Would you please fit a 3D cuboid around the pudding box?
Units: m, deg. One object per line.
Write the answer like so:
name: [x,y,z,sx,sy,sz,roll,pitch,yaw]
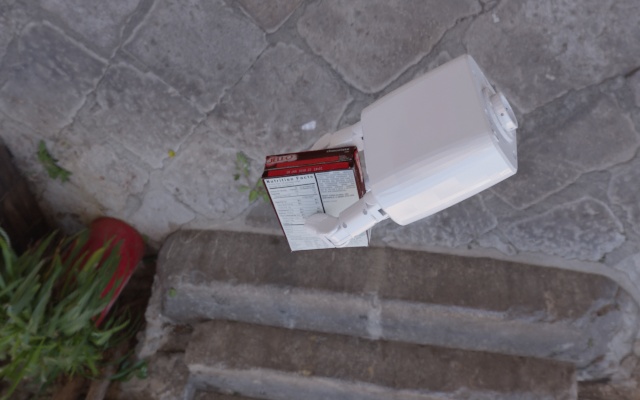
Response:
pudding box: [0.000,0.002,0.479,0.090,0.114,0.039,-5,42,12]
